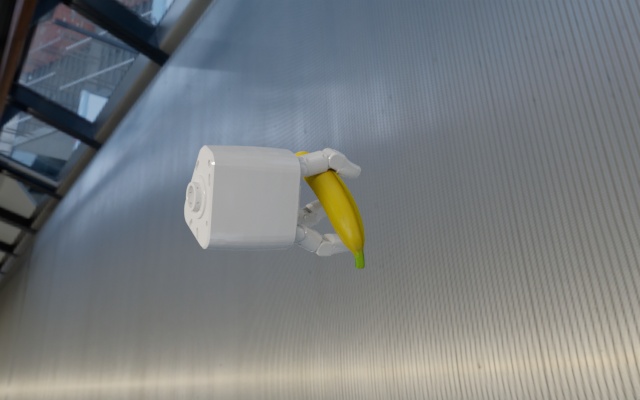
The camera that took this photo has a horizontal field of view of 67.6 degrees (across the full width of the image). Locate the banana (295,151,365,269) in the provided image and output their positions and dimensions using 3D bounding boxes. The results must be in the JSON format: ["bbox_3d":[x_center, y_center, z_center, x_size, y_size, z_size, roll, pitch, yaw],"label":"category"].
[{"bbox_3d":[0.006,-0.008,0.602,0.037,0.197,0.070,-10,-38,-27],"label":"banana"}]
